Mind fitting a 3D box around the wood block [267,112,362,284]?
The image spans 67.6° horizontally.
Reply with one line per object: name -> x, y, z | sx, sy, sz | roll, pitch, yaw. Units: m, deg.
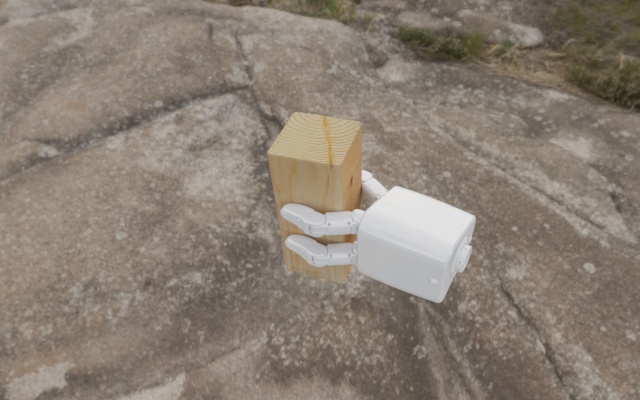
wood block -> 0.001, 0.002, 0.620 | 0.090, 0.206, 0.090 | 11, 45, 16
